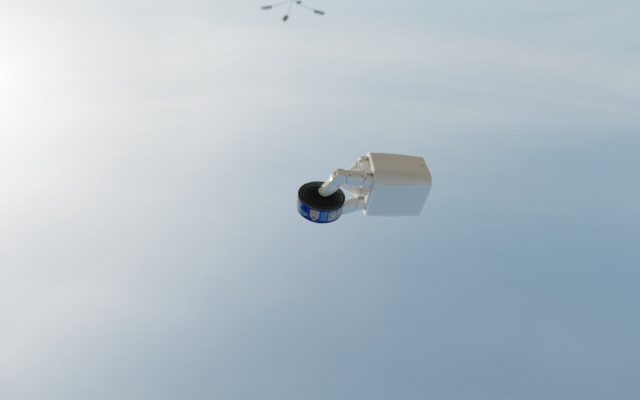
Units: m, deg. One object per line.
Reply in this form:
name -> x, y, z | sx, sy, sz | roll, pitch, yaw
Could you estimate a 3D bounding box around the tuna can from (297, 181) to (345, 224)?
tuna can -> 0.000, 0.003, 0.860 | 0.086, 0.034, 0.086 | 6, 37, -5
